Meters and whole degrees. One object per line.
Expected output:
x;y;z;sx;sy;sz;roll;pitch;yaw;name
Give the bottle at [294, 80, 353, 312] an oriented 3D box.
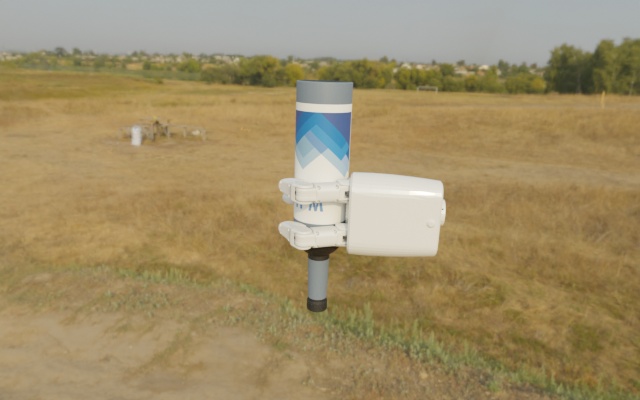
0.000;0.002;0.599;0.069;0.296;0.069;2;16;-1;bottle
